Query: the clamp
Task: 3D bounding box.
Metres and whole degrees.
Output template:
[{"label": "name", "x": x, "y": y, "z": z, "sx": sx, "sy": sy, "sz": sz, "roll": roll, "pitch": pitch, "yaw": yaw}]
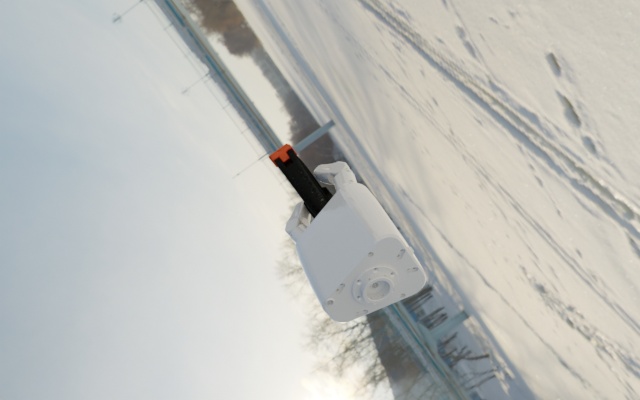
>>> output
[{"label": "clamp", "x": -0.001, "y": 0.002, "z": 0.621, "sx": 0.036, "sy": 0.210, "sz": 0.164, "roll": -36, "pitch": 33, "yaw": 3}]
